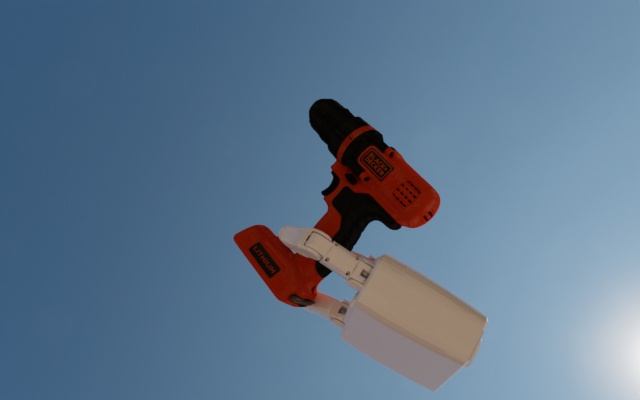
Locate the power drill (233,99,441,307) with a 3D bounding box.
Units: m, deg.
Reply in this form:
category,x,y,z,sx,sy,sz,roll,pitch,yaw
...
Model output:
category,x,y,z,sx,sy,sz,roll,pitch,yaw
power drill,0.000,0.002,0.495,0.184,0.187,0.057,48,7,30
